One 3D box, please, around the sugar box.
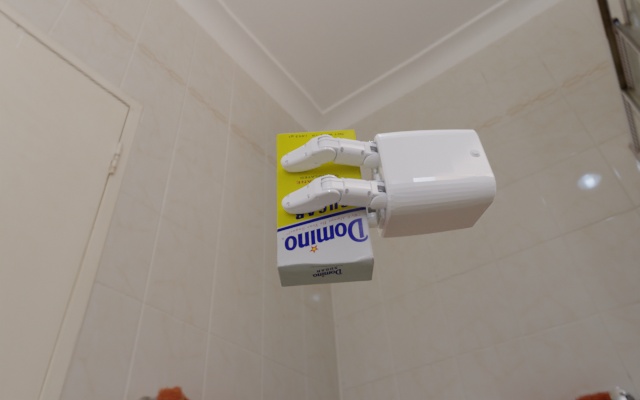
[{"bbox_3d":[0.000,0.001,0.506,0.093,0.176,0.048,-5,-40,-1],"label":"sugar box"}]
